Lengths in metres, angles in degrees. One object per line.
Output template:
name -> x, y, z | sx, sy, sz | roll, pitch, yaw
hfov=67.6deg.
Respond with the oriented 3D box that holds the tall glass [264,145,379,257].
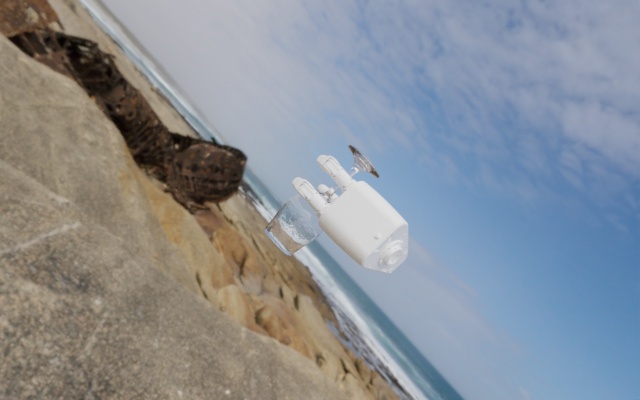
tall glass -> 0.001, 0.002, 0.790 | 0.201, 0.079, 0.079 | -43, 3, -3
